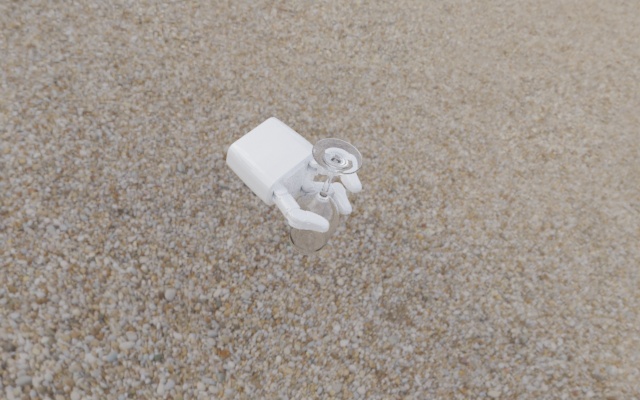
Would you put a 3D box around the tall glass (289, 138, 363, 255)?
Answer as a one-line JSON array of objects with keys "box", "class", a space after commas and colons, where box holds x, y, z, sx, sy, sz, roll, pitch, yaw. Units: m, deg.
[{"box": [0.000, 0.002, 0.744, 0.079, 0.079, 0.201, 0, -42, -19], "class": "tall glass"}]
